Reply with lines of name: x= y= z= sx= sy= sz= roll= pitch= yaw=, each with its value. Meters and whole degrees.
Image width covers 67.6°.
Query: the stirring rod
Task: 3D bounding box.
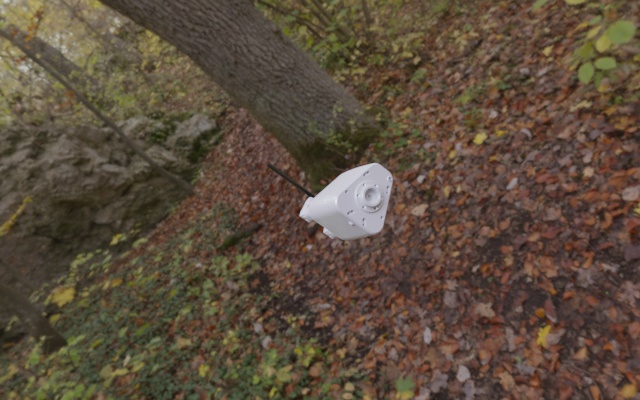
stirring rod: x=0.000 y=0.003 z=0.894 sx=0.239 sy=0.011 sz=0.011 roll=36 pitch=-10 yaw=-14
